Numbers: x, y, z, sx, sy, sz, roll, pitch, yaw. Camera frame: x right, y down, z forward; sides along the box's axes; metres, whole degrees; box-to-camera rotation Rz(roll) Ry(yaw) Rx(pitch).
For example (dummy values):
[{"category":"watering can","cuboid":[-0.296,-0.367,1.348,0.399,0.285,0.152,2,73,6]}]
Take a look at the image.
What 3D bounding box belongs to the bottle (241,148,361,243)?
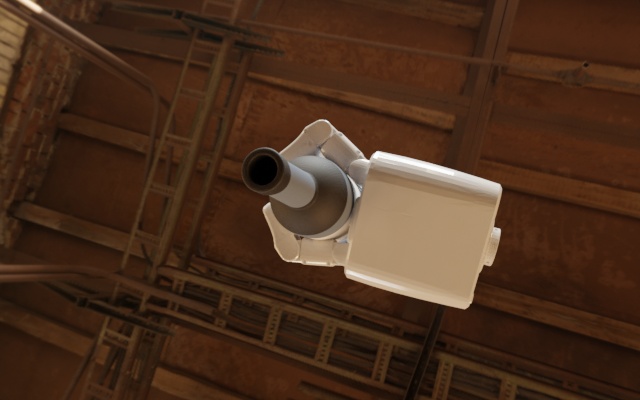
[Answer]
[{"category":"bottle","cuboid":[0.000,0.001,0.424,0.069,0.069,0.296,0,-8,14]}]
